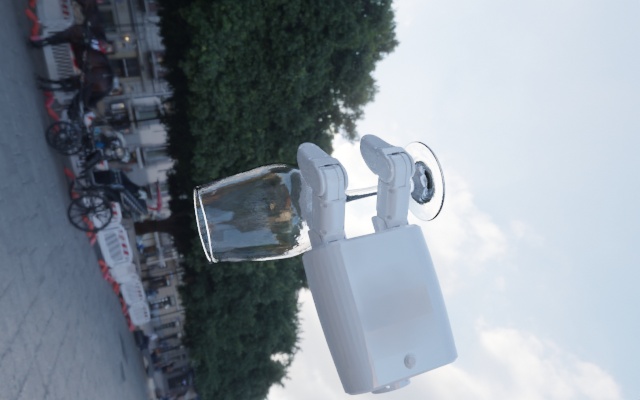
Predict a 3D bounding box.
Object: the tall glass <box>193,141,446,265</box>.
[{"bbox_3d":[0.001,0.001,0.403,0.201,0.079,0.079,-11,4,-20],"label":"tall glass"}]
